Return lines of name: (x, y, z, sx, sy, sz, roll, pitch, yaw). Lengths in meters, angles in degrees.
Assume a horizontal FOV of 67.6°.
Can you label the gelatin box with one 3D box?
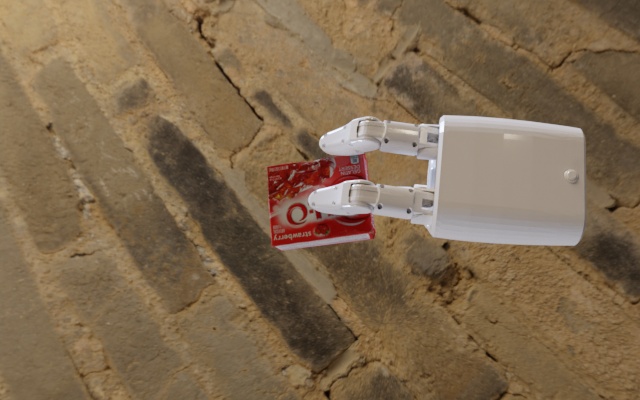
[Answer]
gelatin box: (0.000, 0.002, 0.418, 0.089, 0.073, 0.030, -8, -16, 9)
